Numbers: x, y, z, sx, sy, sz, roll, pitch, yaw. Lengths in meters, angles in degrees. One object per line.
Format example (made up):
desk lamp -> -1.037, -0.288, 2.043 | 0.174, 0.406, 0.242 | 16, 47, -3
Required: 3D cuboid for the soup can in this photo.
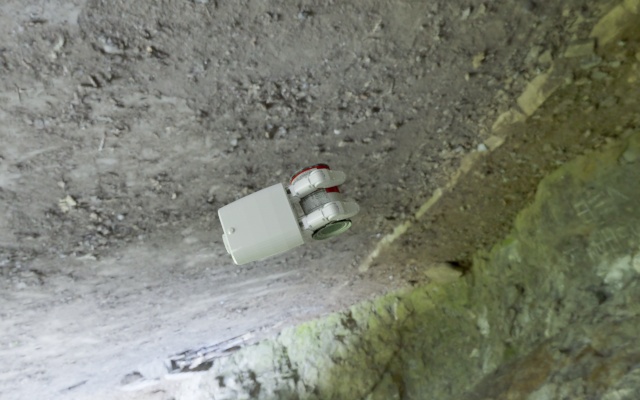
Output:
soup can -> 0.001, 0.003, 0.745 | 0.068, 0.102, 0.068 | -19, -20, -7
